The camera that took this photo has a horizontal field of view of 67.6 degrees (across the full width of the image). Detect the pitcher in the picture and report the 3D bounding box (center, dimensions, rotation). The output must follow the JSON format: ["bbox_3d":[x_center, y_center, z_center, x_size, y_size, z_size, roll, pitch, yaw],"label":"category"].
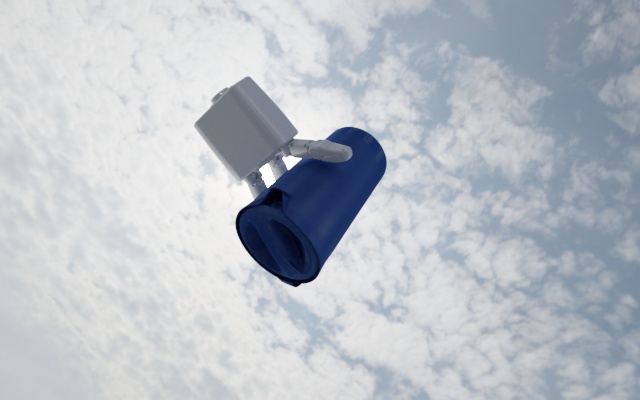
[{"bbox_3d":[0.000,0.002,0.699,0.149,0.145,0.242,-32,12,49],"label":"pitcher"}]
